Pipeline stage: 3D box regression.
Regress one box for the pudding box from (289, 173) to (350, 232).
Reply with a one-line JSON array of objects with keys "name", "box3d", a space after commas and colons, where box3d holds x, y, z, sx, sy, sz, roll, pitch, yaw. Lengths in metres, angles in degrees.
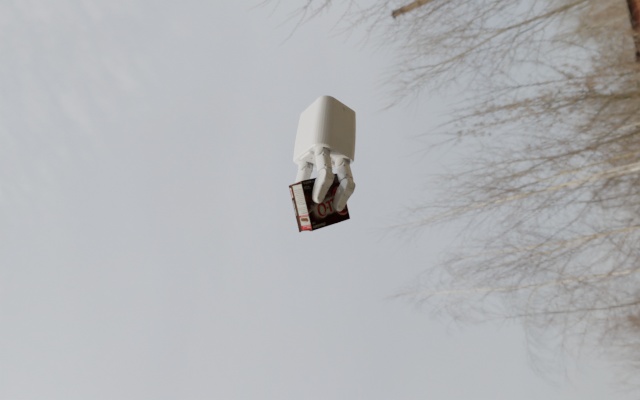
[{"name": "pudding box", "box3d": [0.000, 0.003, 0.867, 0.039, 0.090, 0.113, -12, 2, 44]}]
